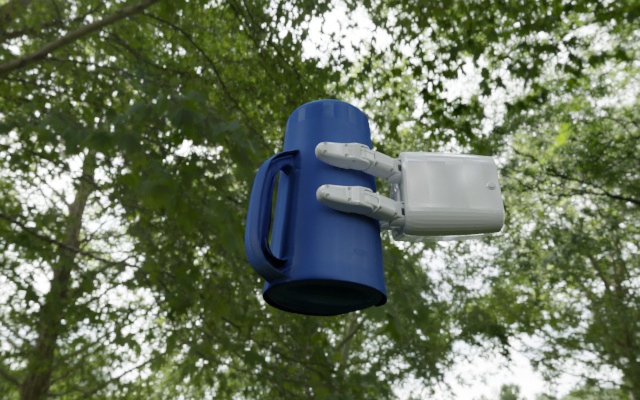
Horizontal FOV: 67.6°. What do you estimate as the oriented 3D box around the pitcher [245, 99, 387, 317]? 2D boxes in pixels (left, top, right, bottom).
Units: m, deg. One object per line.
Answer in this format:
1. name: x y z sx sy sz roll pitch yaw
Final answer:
1. pitcher: 0.000 0.002 0.554 0.145 0.242 0.149 1 -28 1
